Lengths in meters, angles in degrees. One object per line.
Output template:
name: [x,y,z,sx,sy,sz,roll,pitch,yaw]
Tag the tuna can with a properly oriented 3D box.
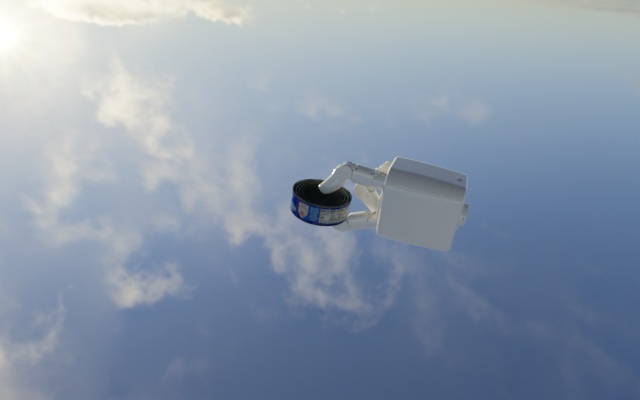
tuna can: [0.000,0.003,0.684,0.086,0.034,0.086,9,26,-4]
